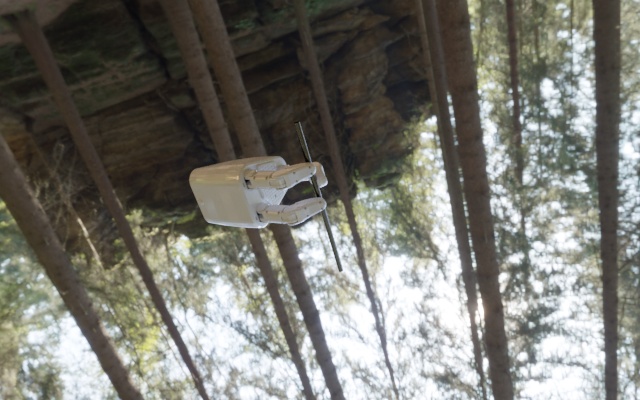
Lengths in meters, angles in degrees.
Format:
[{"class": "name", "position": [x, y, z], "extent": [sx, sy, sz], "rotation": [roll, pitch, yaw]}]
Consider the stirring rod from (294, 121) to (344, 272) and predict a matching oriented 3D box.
[{"class": "stirring rod", "position": [0.000, 0.002, 0.676], "extent": [0.011, 0.240, 0.011], "rotation": [-14, 25, 7]}]
